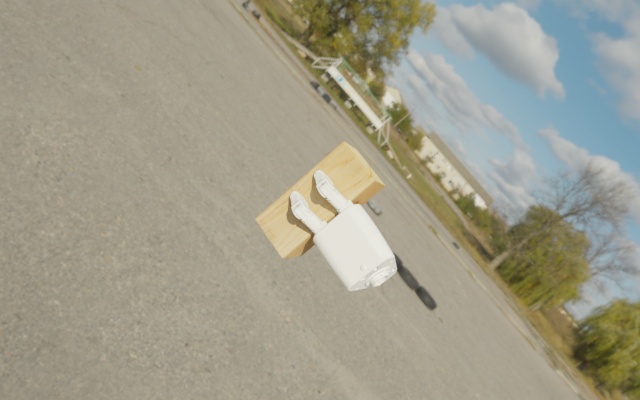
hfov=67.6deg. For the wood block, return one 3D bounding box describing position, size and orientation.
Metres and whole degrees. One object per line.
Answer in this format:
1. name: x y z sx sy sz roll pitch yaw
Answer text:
1. wood block: 0.001 0.003 0.839 0.206 0.090 0.091 -40 -15 12
